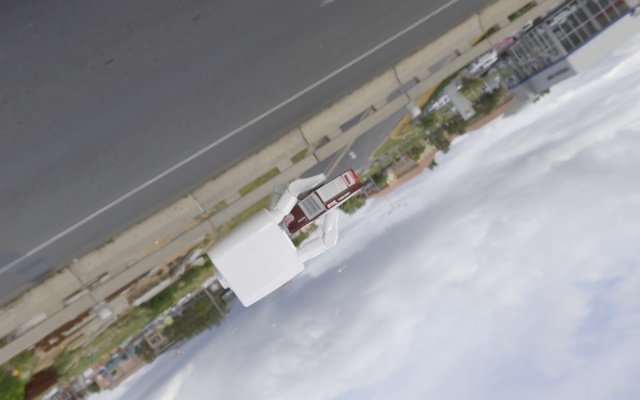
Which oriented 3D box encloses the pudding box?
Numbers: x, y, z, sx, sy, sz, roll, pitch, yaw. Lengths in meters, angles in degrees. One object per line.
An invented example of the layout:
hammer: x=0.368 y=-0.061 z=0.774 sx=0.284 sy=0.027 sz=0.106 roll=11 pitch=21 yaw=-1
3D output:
pudding box: x=0.000 y=0.003 z=0.743 sx=0.090 sy=0.039 sz=0.113 roll=-34 pitch=0 yaw=-38
